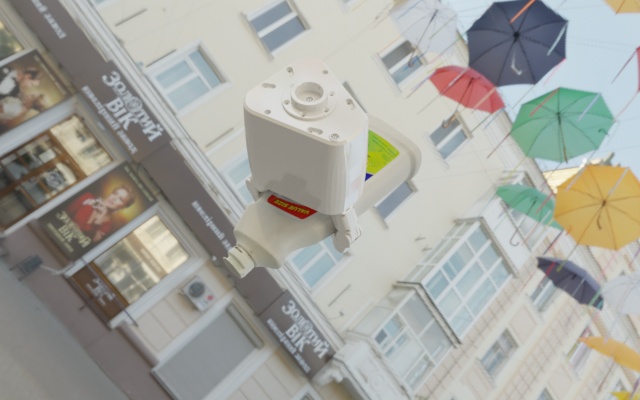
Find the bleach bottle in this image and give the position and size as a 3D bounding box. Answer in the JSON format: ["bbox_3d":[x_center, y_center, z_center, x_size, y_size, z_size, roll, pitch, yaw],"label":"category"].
[{"bbox_3d":[0.000,0.002,0.548,0.102,0.250,0.068,39,-26,21],"label":"bleach bottle"}]
